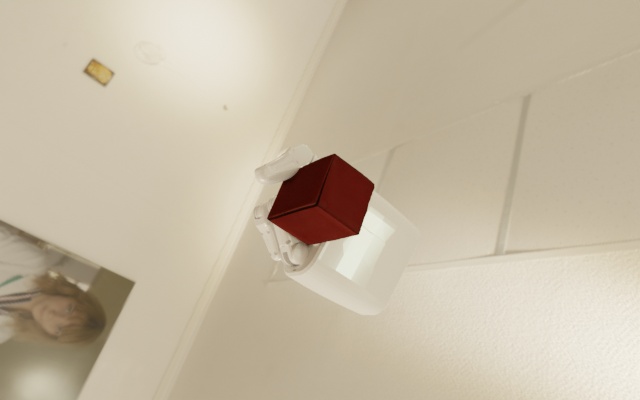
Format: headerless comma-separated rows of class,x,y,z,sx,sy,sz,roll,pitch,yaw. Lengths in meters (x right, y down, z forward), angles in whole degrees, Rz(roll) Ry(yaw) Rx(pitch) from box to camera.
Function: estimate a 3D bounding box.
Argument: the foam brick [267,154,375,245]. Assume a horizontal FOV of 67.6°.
foam brick,0.000,0.001,0.423,0.051,0.053,0.078,35,-29,-26
